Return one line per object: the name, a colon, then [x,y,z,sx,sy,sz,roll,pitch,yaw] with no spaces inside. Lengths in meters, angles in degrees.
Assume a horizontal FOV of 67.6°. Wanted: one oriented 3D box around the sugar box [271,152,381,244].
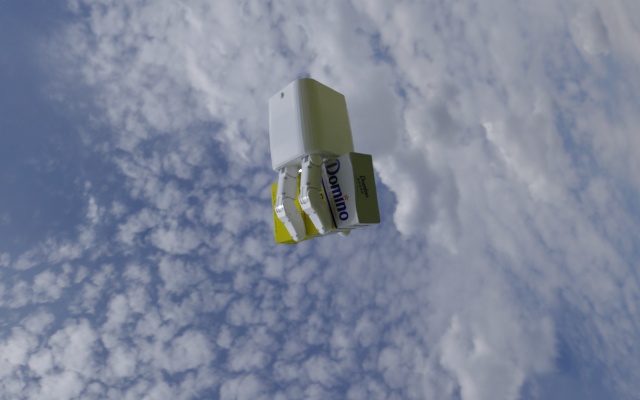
sugar box: [0.000,0.002,0.657,0.048,0.093,0.176,2,-14,-39]
